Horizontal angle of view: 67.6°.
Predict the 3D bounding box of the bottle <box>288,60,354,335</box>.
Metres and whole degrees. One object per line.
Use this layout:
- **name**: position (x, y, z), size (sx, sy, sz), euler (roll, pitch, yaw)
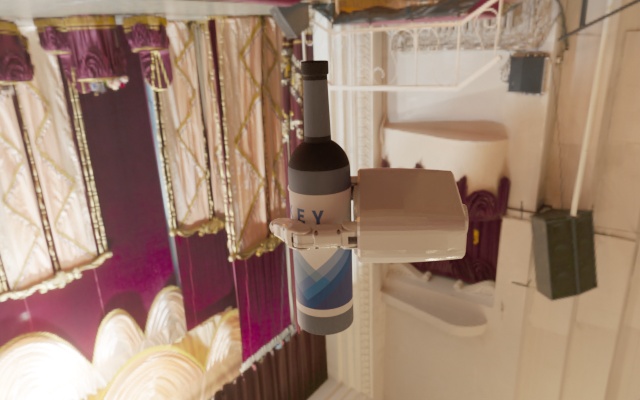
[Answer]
- **bottle**: position (0.000, 0.002, 0.518), size (0.069, 0.296, 0.069), euler (-2, 19, 1)
